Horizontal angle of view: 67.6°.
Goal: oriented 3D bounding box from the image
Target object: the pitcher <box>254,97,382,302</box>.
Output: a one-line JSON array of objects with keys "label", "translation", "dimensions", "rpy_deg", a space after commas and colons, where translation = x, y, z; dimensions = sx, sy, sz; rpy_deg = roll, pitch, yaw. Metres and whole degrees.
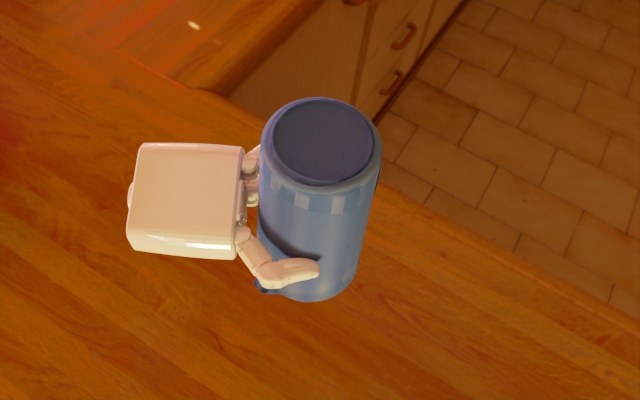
[{"label": "pitcher", "translation": [0.000, 0.002, 0.517], "dimensions": [0.145, 0.149, 0.243], "rpy_deg": [5, -31, -3]}]
